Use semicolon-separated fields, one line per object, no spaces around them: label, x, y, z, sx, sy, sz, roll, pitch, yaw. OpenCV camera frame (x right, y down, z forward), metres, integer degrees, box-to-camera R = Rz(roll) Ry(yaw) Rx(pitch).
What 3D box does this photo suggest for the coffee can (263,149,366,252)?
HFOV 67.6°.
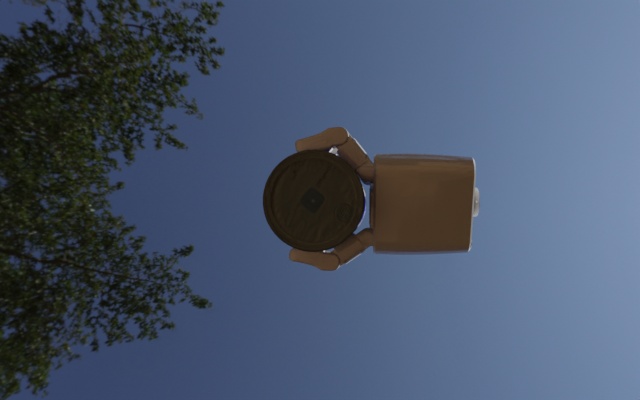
coffee can;0.000;0.002;0.544;0.103;0.103;0.140;0;-1;6
